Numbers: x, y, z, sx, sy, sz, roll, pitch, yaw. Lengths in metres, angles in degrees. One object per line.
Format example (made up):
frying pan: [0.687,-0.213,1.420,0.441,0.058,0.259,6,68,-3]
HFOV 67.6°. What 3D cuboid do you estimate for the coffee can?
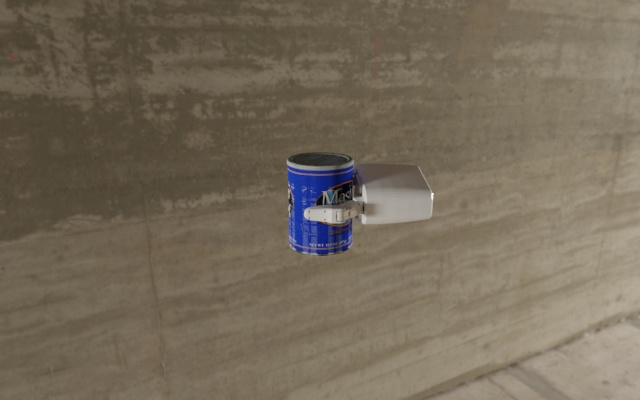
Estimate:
coffee can: [0.000,0.002,0.750,0.103,0.140,0.102,0,17,0]
